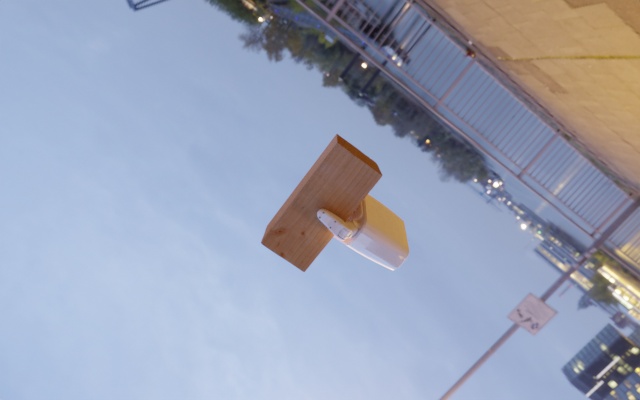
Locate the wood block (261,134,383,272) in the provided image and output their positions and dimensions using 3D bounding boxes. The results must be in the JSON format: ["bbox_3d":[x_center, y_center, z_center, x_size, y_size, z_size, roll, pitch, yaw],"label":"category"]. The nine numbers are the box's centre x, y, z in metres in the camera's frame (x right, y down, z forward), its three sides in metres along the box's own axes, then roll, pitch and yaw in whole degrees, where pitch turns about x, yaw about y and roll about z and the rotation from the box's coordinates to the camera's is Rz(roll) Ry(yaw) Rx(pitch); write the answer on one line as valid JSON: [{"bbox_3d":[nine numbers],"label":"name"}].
[{"bbox_3d":[0.000,0.003,0.793,0.090,0.206,0.090,35,14,-10],"label":"wood block"}]
